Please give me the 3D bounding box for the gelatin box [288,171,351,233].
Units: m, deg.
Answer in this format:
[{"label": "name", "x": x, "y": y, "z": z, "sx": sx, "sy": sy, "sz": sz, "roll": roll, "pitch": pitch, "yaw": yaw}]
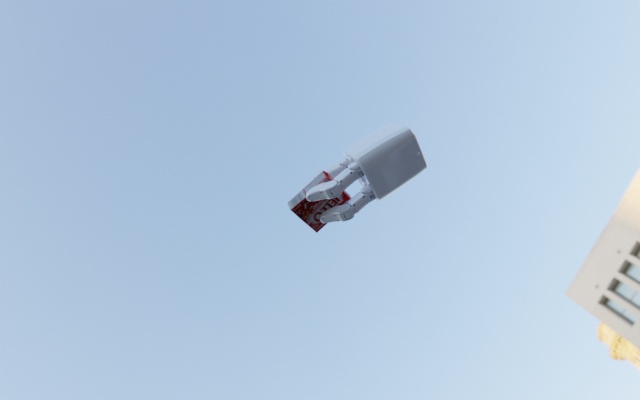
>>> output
[{"label": "gelatin box", "x": 0.000, "y": 0.003, "z": 0.831, "sx": 0.073, "sy": 0.089, "sz": 0.030, "roll": 43, "pitch": 10, "yaw": -34}]
